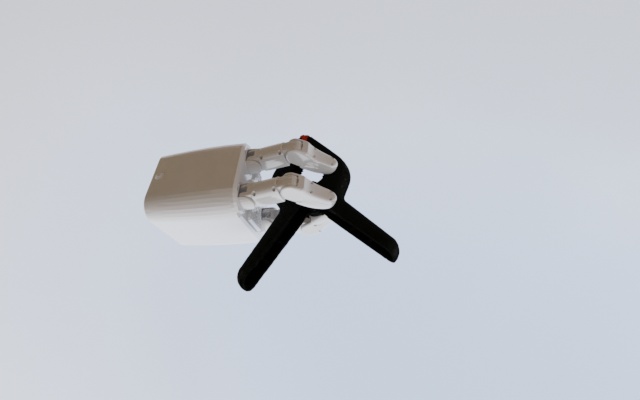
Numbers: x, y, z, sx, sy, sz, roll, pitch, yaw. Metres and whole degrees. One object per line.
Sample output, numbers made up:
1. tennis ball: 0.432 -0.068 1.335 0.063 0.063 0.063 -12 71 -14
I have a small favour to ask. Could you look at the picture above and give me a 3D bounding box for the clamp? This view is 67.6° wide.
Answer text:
1. clamp: 0.000 0.002 0.532 0.164 0.209 0.036 -6 -43 11
